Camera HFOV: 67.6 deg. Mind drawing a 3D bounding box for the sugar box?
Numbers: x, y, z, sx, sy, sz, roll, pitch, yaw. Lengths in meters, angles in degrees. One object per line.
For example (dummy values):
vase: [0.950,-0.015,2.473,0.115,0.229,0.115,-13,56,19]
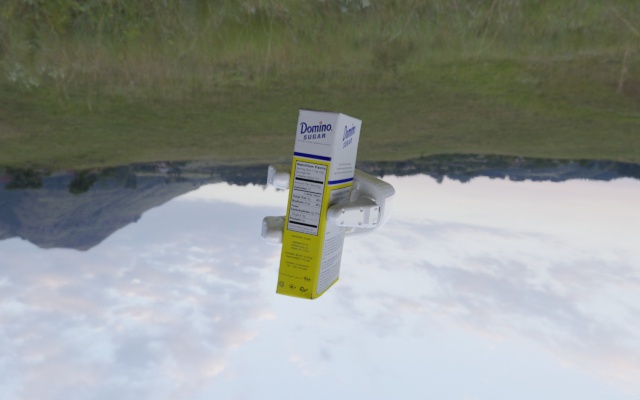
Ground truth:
sugar box: [0.000,0.002,0.475,0.048,0.176,0.093,8,6,16]
